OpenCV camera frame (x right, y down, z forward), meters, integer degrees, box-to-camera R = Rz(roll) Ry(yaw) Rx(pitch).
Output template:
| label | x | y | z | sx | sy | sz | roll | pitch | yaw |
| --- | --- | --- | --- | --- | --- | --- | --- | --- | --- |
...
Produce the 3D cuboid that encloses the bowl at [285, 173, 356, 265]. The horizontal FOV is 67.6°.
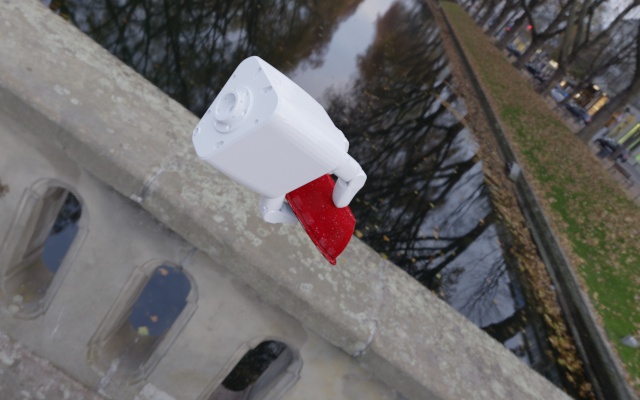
| label | x | y | z | sx | sy | sz | roll | pitch | yaw |
| --- | --- | --- | --- | --- | --- | --- | --- | --- | --- |
| bowl | 0.001 | 0.002 | 0.627 | 0.055 | 0.162 | 0.162 | -31 | -3 | 4 |
